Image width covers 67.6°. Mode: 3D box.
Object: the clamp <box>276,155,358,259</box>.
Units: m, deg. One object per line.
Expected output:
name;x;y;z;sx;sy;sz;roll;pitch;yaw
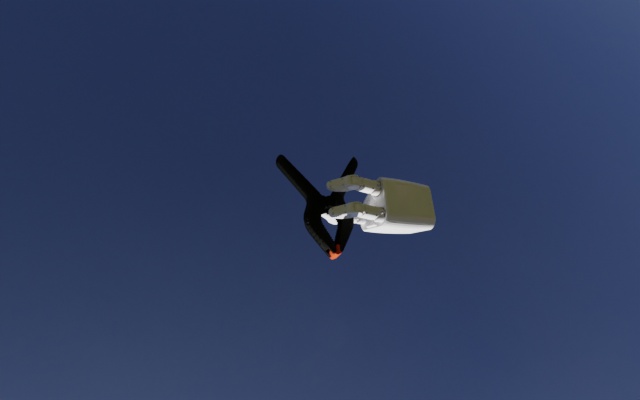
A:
clamp;0.000;0.004;0.873;0.164;0.210;0.036;6;-28;-18
